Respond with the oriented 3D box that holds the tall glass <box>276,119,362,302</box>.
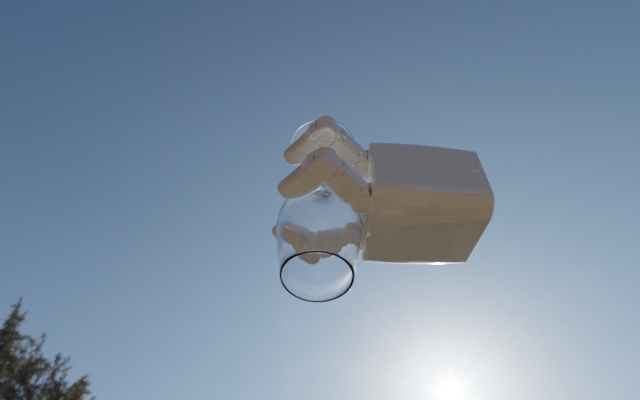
[{"bbox_3d":[0.000,0.001,0.466,0.079,0.079,0.200,0,38,2],"label":"tall glass"}]
